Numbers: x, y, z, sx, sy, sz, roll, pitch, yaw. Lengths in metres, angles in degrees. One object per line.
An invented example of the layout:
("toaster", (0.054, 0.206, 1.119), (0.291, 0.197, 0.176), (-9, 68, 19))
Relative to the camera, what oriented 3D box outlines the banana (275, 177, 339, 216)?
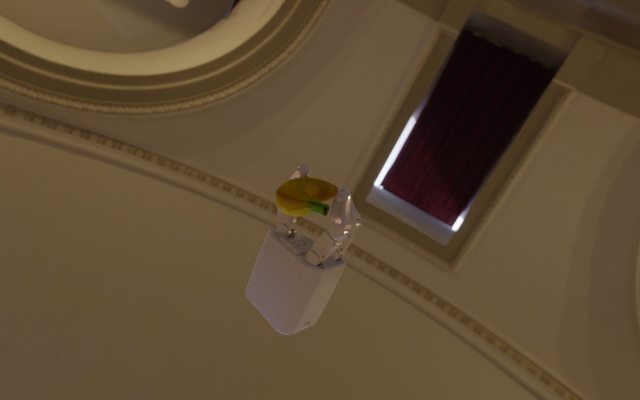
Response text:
("banana", (-0.018, -0.004, 0.598), (0.069, 0.037, 0.197), (21, 10, 2))
